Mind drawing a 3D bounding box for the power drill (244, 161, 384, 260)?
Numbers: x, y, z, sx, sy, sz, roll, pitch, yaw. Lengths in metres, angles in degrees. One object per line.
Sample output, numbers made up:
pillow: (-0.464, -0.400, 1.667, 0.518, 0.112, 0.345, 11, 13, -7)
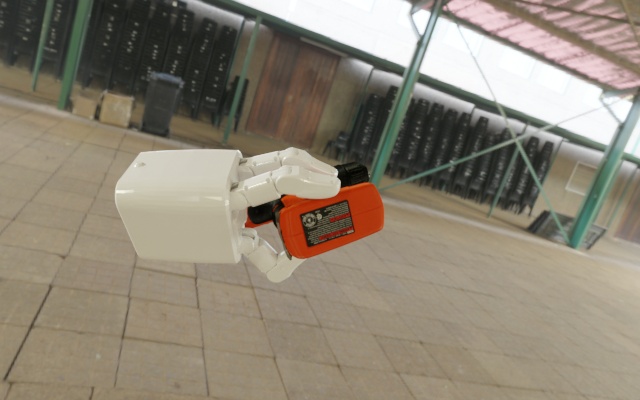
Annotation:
power drill: (0.000, 0.002, 0.548, 0.184, 0.057, 0.187, -20, 13, -15)
